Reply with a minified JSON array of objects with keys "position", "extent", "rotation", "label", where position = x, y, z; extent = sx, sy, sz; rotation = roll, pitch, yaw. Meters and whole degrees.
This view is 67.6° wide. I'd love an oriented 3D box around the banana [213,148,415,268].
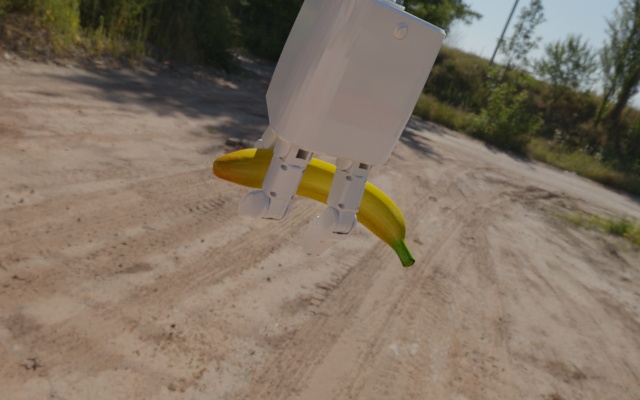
[{"position":[0.003,-0.007,0.427],"extent":[0.198,0.037,0.069],"rotation":[25,30,-14],"label":"banana"}]
